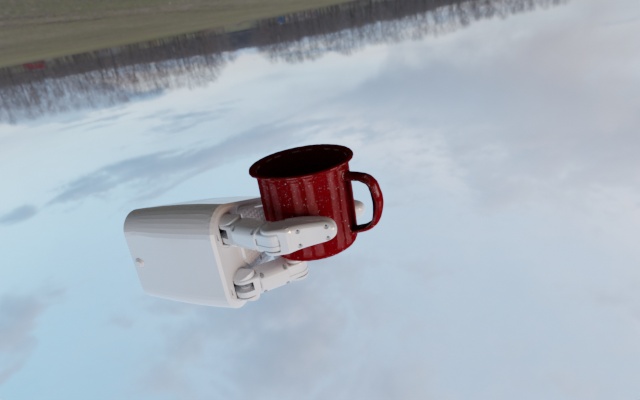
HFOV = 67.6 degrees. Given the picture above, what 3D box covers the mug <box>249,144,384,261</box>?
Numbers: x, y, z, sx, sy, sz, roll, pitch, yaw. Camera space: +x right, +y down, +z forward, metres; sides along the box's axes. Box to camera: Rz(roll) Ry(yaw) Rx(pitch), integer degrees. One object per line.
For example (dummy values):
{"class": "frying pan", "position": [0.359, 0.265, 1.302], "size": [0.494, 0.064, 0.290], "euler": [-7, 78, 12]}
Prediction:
{"class": "mug", "position": [0.001, 0.002, 0.426], "size": [0.117, 0.081, 0.093], "euler": [0, 24, 24]}
